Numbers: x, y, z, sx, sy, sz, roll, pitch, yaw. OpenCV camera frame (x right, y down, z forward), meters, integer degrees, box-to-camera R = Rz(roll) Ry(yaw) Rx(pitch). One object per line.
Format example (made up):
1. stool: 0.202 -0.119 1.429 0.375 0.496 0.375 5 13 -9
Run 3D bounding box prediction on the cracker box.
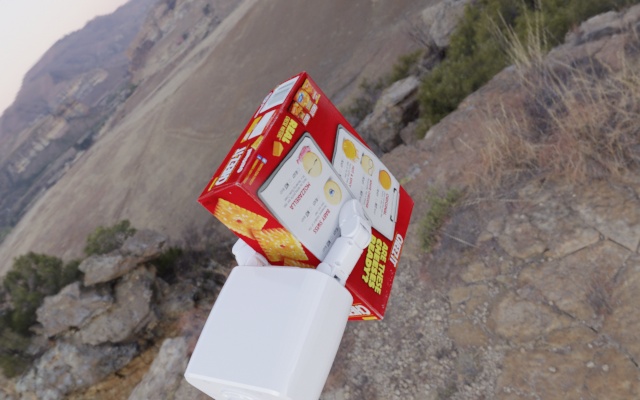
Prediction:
1. cracker box: 0.000 0.001 0.503 0.072 0.164 0.214 -16 -52 41
